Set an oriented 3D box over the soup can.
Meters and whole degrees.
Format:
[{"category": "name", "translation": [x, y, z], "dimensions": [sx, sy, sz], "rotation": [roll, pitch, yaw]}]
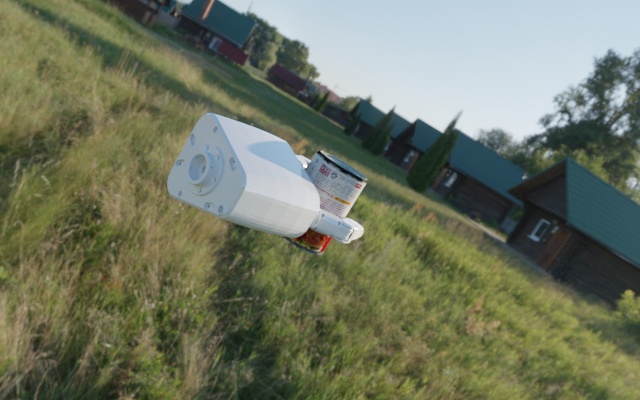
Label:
[{"category": "soup can", "translation": [0.001, 0.002, 0.552], "dimensions": [0.068, 0.102, 0.068], "rotation": [30, 11, -6]}]
